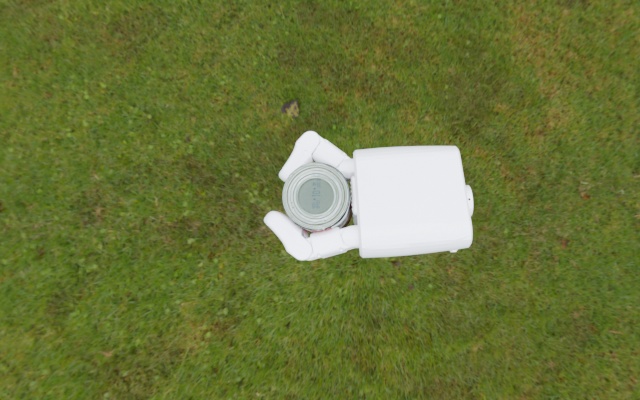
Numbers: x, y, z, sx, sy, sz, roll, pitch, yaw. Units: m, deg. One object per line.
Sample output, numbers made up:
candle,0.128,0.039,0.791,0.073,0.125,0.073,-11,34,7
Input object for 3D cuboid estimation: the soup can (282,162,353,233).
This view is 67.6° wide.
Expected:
soup can,0.000,0.002,0.502,0.068,0.068,0.102,0,-7,5
